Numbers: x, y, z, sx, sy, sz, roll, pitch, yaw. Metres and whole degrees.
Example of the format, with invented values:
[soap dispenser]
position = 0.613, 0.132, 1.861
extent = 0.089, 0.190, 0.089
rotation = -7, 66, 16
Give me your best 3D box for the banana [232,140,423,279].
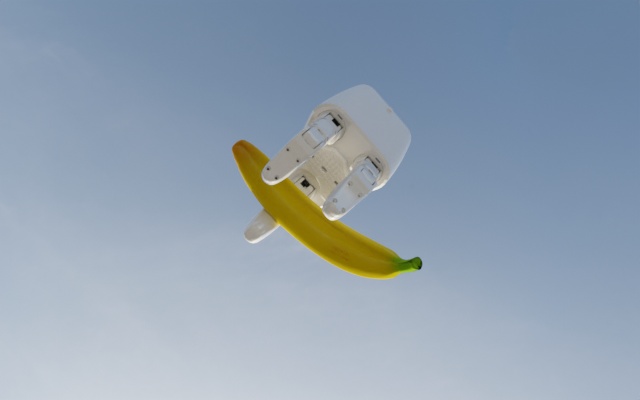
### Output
[banana]
position = -0.002, 0.016, 0.432
extent = 0.198, 0.070, 0.037
rotation = 32, 44, 13
